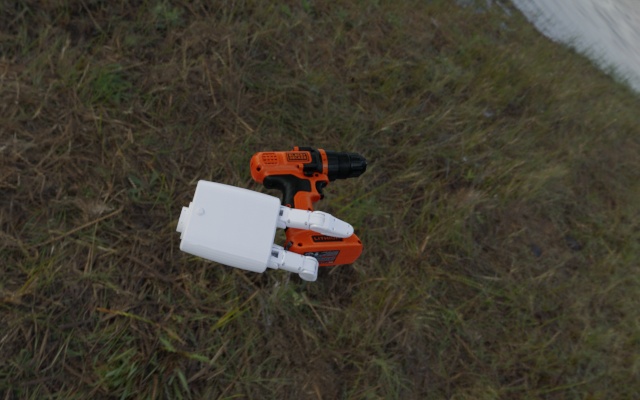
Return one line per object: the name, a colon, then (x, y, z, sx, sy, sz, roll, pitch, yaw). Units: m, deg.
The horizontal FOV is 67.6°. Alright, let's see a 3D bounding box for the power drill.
power drill: (0.000, 0.003, 0.696, 0.184, 0.187, 0.057, -4, -36, -17)
